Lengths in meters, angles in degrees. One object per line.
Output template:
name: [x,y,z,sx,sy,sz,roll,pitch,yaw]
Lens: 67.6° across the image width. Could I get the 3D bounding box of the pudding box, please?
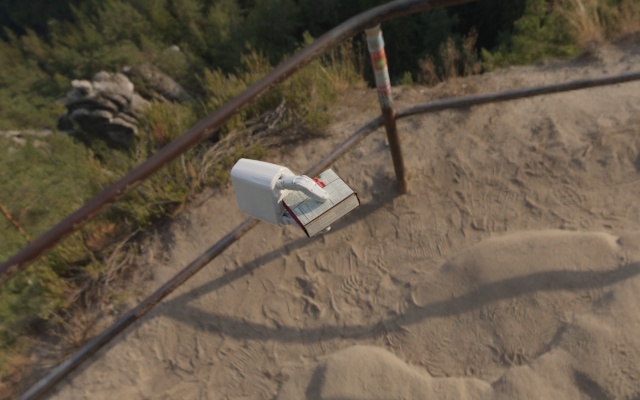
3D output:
pudding box: [0.000,0.003,0.845,0.113,0.039,0.090,-34,46,-8]
